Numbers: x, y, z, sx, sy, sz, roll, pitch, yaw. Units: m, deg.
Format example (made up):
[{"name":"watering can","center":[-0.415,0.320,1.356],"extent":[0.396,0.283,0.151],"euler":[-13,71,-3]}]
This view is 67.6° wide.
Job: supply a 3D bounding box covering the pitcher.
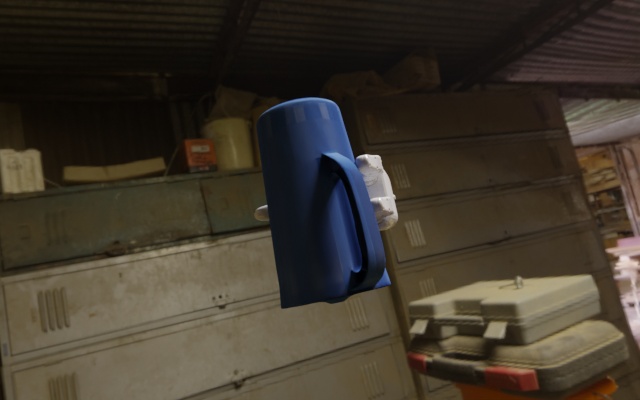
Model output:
[{"name":"pitcher","center":[0.000,0.002,0.578],"extent":[0.149,0.243,0.145],"euler":[-15,-9,18]}]
